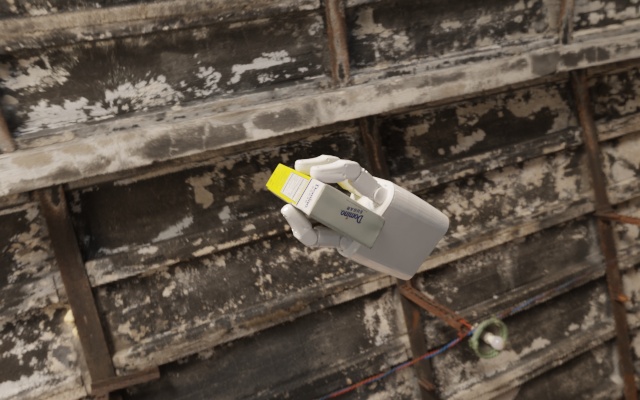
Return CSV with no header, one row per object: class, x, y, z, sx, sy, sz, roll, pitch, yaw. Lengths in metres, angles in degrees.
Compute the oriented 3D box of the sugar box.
sugar box,0.000,0.002,0.603,0.093,0.048,0.176,30,-3,-25
